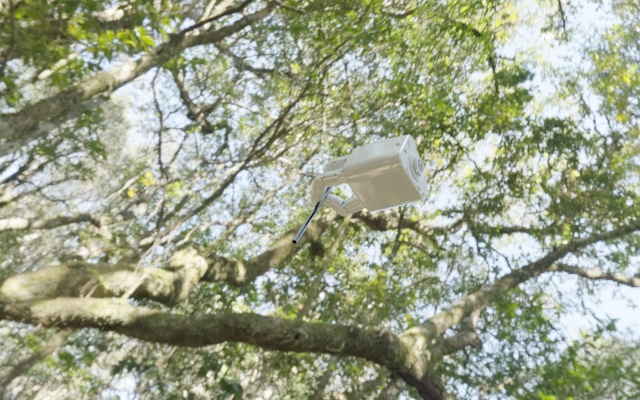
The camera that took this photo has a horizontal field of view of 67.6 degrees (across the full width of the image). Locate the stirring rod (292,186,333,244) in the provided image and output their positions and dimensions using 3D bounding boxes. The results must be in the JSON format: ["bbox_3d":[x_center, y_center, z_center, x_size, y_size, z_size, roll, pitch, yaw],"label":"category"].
[{"bbox_3d":[0.000,0.003,0.868,0.011,0.011,0.239,0,32,25],"label":"stirring rod"}]
